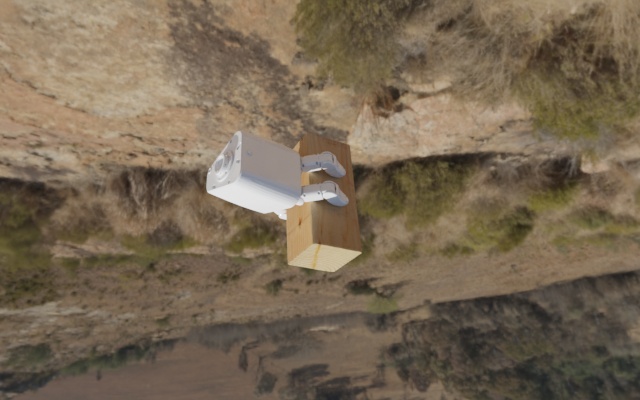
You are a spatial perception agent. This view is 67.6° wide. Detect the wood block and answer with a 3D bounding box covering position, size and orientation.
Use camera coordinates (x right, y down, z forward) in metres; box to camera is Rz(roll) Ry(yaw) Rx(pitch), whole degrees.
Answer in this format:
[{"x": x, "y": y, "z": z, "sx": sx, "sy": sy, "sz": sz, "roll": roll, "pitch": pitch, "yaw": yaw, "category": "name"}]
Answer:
[{"x": 0.000, "y": 0.003, "z": 0.801, "sx": 0.090, "sy": 0.206, "sz": 0.091, "roll": 13, "pitch": -34, "yaw": -27, "category": "wood block"}]
